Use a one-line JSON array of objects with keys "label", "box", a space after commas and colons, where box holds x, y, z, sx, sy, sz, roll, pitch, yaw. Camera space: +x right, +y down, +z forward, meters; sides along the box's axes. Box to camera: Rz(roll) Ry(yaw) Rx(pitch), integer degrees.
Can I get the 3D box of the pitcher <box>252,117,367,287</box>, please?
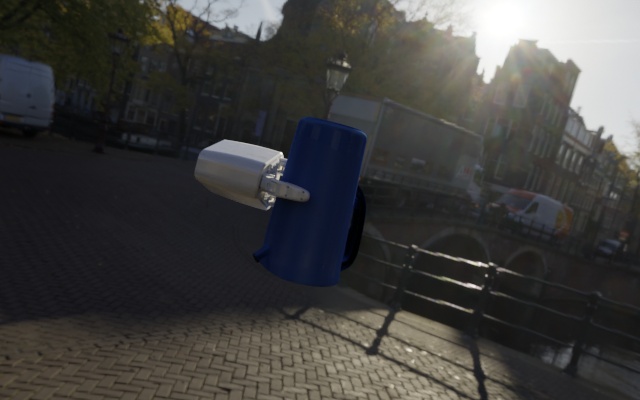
[{"label": "pitcher", "box": [0.000, 0.002, 0.744, 0.145, 0.243, 0.149, 16, 6, 10]}]
